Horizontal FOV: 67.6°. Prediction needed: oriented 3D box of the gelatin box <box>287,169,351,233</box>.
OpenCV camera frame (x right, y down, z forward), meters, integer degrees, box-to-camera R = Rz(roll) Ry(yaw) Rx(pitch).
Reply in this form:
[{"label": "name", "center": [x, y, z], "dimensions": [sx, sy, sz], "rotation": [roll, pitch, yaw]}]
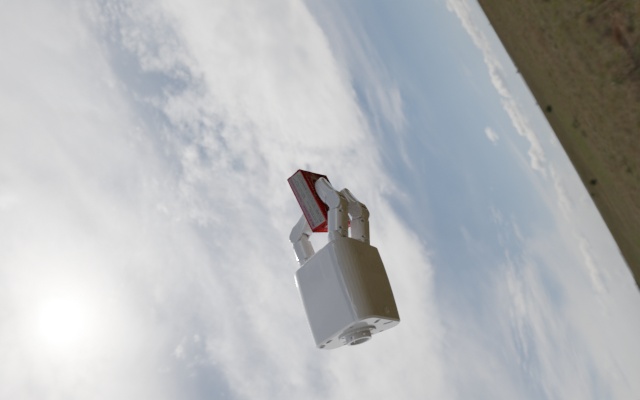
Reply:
[{"label": "gelatin box", "center": [0.000, 0.002, 0.671], "dimensions": [0.030, 0.089, 0.073], "rotation": [-37, -21, 23]}]
